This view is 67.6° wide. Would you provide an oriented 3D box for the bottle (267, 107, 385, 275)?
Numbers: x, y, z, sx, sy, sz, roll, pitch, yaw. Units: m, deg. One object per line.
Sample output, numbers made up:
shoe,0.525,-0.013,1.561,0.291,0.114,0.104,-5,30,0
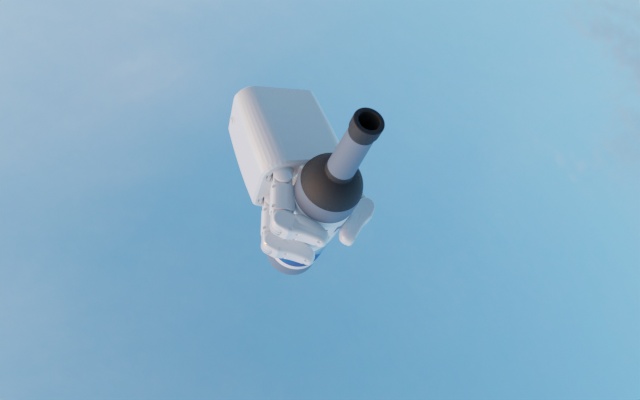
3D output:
bottle,0.000,0.002,0.509,0.069,0.069,0.296,0,-27,-17
